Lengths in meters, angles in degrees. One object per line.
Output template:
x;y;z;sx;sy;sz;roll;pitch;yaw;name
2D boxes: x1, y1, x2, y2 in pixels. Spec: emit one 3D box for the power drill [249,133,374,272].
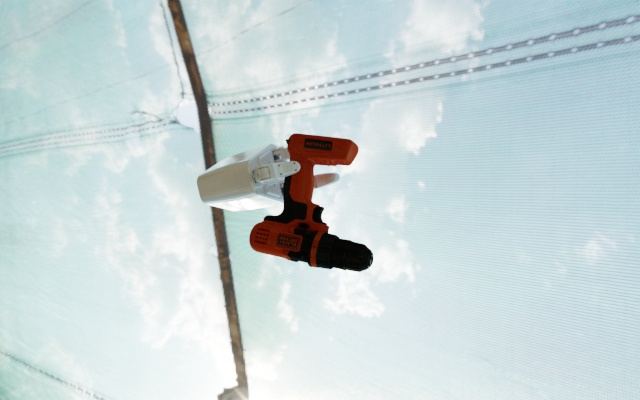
0.000;0.002;0.690;0.184;0.187;0.057;10;-12;16;power drill
